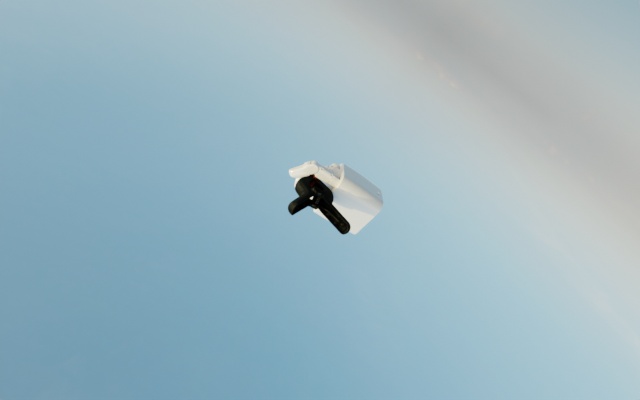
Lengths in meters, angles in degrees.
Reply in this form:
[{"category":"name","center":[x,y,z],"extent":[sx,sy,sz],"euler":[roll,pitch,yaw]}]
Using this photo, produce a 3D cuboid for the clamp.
[{"category":"clamp","center":[0.000,0.003,0.899],"extent":[0.120,0.039,0.171],"euler":[31,25,-13]}]
